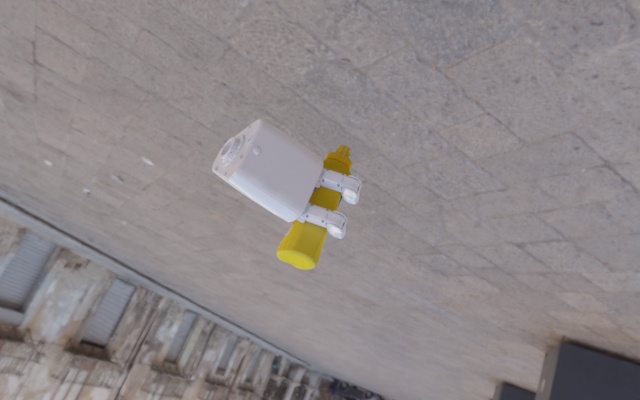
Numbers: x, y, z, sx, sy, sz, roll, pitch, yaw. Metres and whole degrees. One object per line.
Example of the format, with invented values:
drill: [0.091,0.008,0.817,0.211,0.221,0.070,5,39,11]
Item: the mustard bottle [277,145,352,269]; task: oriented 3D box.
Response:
mustard bottle: [0.000,0.003,0.696,0.058,0.191,0.096,25,-19,-5]
